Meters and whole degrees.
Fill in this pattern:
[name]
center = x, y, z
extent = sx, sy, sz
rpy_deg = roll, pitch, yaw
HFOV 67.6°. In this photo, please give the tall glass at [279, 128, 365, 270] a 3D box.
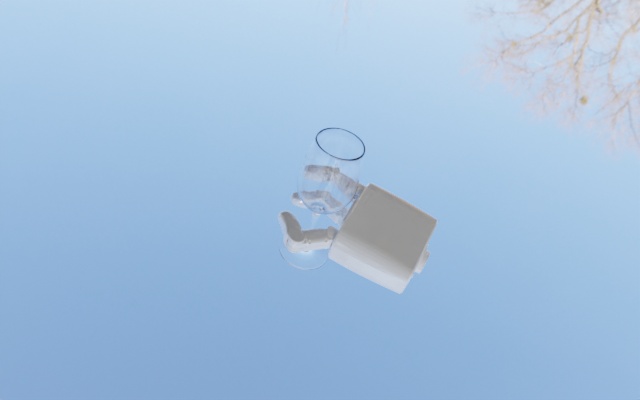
[tall glass]
center = 0.000, 0.003, 0.631
extent = 0.079, 0.201, 0.079
rpy_deg = 10, 43, -9
